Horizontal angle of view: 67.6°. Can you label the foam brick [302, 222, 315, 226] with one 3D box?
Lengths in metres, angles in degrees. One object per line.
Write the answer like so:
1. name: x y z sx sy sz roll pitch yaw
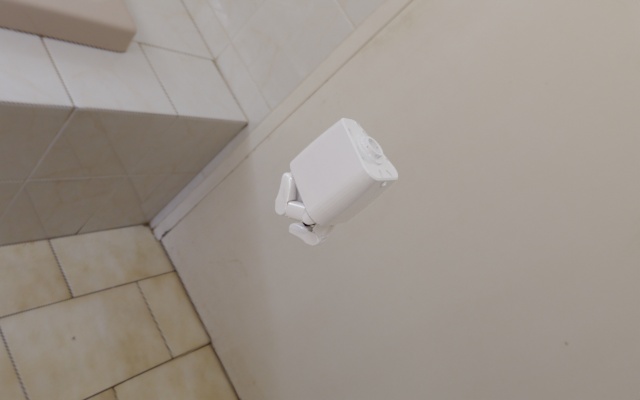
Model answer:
1. foam brick: 0.000 0.002 0.741 0.051 0.053 0.078 -42 -18 27
